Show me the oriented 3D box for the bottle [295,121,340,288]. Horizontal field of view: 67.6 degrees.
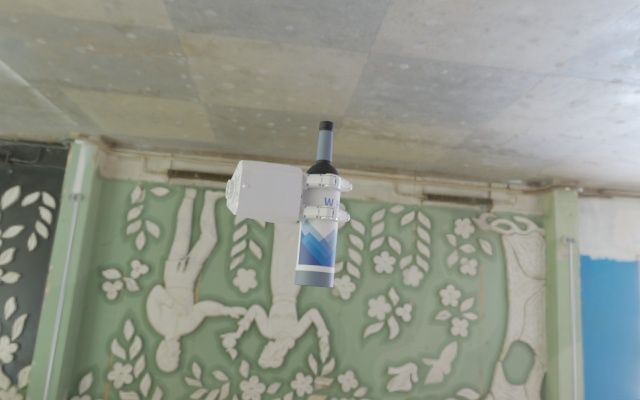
[{"bbox_3d":[0.000,0.003,0.846,0.069,0.295,0.069,5,-11,1],"label":"bottle"}]
